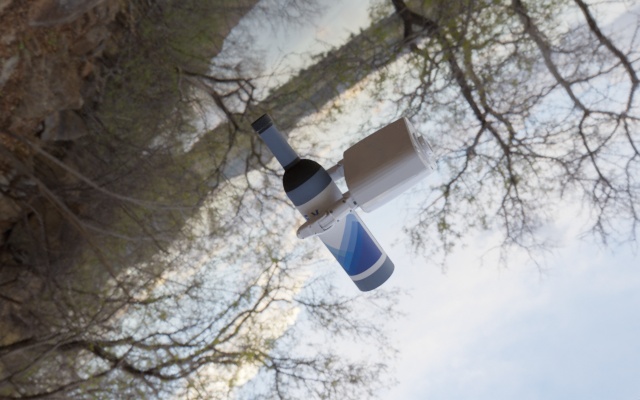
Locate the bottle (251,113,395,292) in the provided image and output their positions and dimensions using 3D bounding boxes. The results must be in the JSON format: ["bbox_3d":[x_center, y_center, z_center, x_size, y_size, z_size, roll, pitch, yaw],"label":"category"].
[{"bbox_3d":[0.000,0.003,0.692,0.069,0.296,0.069,-34,14,10],"label":"bottle"}]
